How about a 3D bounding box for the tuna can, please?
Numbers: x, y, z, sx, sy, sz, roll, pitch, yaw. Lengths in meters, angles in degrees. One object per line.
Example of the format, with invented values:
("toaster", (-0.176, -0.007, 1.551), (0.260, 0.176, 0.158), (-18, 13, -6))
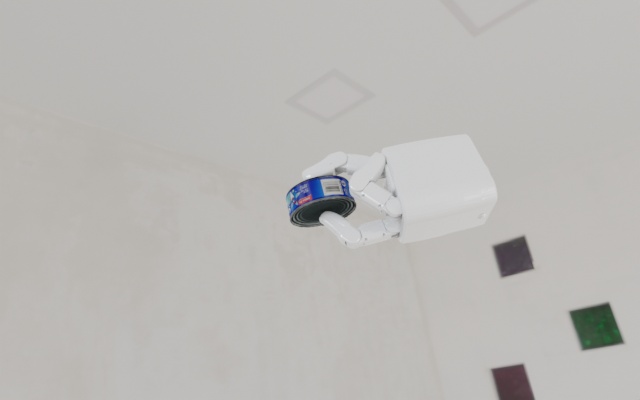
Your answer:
("tuna can", (0.000, 0.001, 0.604), (0.086, 0.033, 0.086), (-12, -23, -5))
